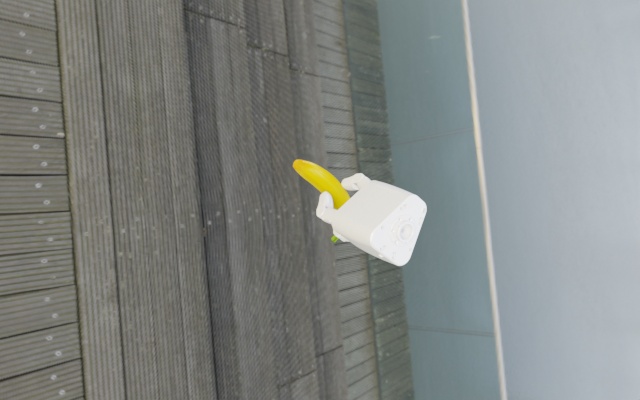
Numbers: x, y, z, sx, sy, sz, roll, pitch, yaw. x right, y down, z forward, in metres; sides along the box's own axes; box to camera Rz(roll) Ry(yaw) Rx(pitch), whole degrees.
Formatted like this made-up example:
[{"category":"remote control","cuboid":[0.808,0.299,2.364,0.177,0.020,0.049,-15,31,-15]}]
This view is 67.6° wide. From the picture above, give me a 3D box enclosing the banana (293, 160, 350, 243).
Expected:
[{"category":"banana","cuboid":[0.018,-0.002,0.888,0.069,0.198,0.037,-24,29,5]}]
